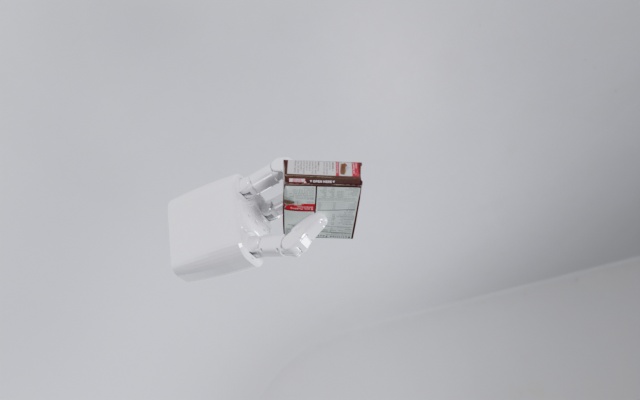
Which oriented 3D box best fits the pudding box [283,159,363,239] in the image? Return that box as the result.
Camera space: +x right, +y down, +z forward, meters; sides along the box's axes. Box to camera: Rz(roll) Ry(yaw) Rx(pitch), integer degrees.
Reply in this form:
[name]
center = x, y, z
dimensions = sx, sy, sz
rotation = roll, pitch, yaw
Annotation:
[pudding box]
center = 0.000, 0.002, 0.566
dimensions = 0.090, 0.039, 0.114
rotation = 1, -35, -3
